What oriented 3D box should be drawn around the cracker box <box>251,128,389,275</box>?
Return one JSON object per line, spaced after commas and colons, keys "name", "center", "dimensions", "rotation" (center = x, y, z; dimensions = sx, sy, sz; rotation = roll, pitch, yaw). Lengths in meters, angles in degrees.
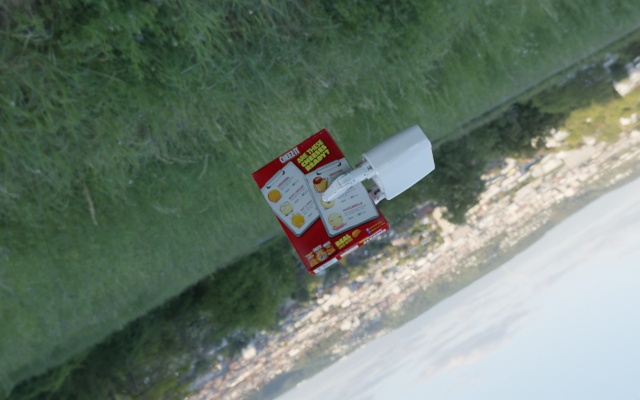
{"name": "cracker box", "center": [0.000, 0.003, 0.872], "dimensions": [0.164, 0.213, 0.072], "rotation": [-32, -16, 0]}
